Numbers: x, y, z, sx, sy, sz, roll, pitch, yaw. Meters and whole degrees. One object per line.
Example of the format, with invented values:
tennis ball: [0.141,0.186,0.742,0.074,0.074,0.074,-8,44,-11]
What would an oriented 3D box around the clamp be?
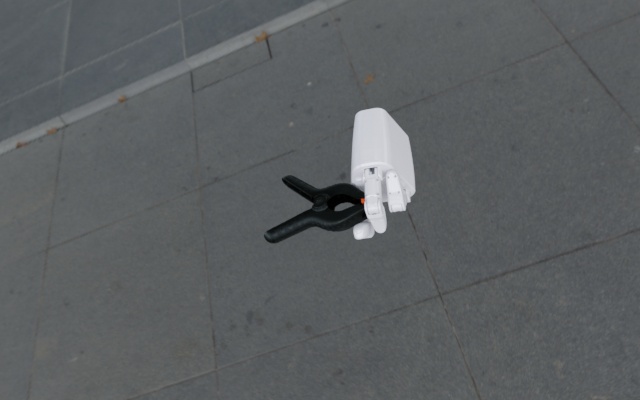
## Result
clamp: [0.000,0.002,0.718,0.171,0.120,0.039,-8,-31,17]
